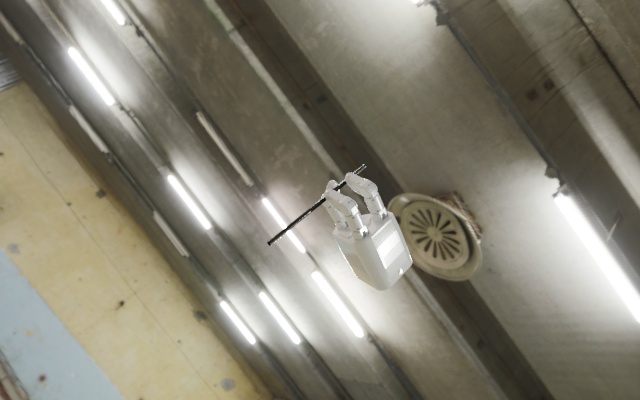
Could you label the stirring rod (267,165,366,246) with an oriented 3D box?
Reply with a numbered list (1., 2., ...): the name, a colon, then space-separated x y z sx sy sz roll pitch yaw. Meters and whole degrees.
1. stirring rod: 0.000 0.003 0.796 0.239 0.011 0.011 -39 23 -32
